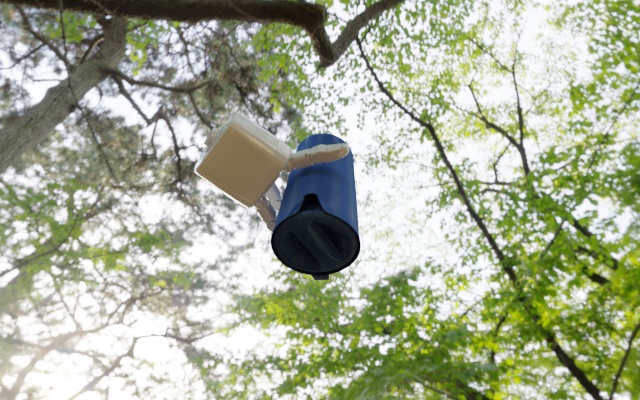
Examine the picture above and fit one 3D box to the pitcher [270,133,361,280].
[{"bbox_3d":[0.000,0.002,0.795,0.145,0.242,0.149,33,-55,-21],"label":"pitcher"}]
